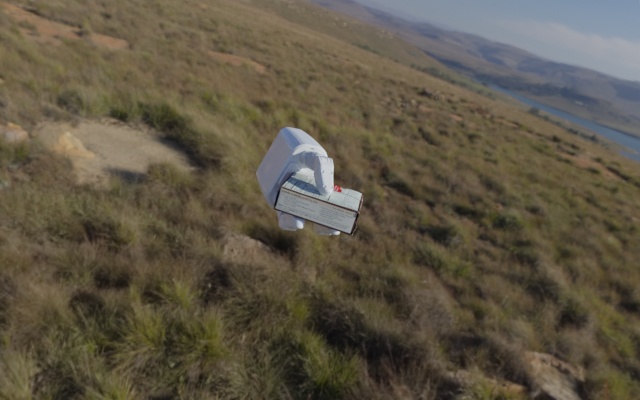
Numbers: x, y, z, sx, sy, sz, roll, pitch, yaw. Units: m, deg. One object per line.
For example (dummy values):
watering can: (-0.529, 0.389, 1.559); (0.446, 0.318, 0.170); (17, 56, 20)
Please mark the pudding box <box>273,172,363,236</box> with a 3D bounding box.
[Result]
pudding box: (0.000, 0.002, 0.661); (0.113, 0.039, 0.090); (17, 19, 4)
